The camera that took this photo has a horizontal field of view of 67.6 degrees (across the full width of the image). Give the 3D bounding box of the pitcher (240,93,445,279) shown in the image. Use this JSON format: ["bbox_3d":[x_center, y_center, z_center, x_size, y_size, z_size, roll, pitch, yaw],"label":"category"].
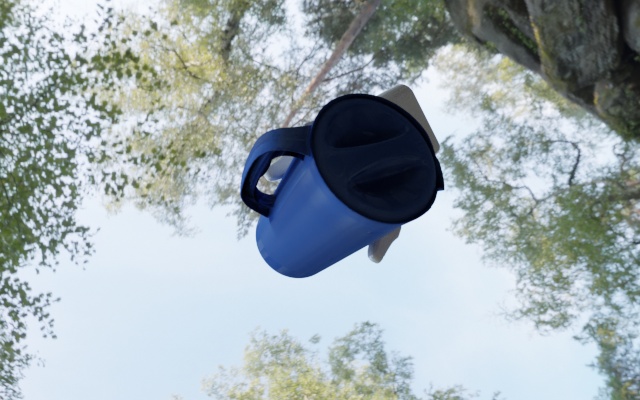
[{"bbox_3d":[0.000,0.002,0.521,0.145,0.149,0.243,-38,-4,-33],"label":"pitcher"}]
